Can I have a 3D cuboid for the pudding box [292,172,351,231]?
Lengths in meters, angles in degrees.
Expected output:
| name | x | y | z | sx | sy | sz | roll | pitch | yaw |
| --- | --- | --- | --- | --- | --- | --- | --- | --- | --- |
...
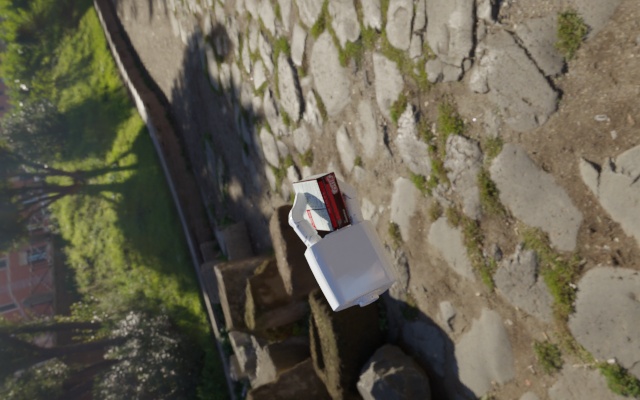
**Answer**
| name | x | y | z | sx | sy | sz | roll | pitch | yaw |
| --- | --- | --- | --- | --- | --- | --- | --- | --- | --- |
| pudding box | 0.000 | 0.003 | 0.796 | 0.039 | 0.090 | 0.113 | -21 | 7 | -24 |
